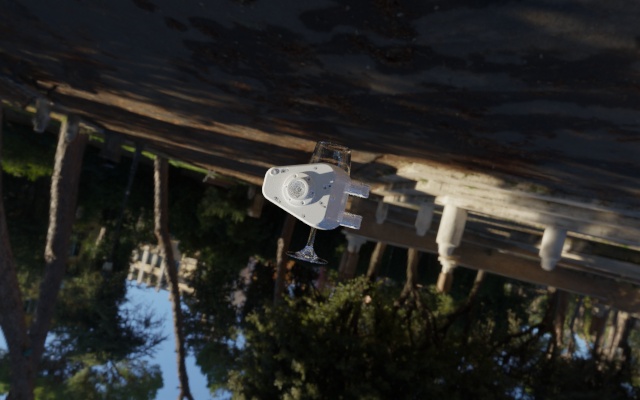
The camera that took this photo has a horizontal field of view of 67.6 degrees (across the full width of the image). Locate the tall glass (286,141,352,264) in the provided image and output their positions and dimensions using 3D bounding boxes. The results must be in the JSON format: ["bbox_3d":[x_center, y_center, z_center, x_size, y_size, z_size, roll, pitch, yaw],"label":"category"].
[{"bbox_3d":[0.000,0.003,0.822,0.079,0.201,0.079,14,0,0],"label":"tall glass"}]
